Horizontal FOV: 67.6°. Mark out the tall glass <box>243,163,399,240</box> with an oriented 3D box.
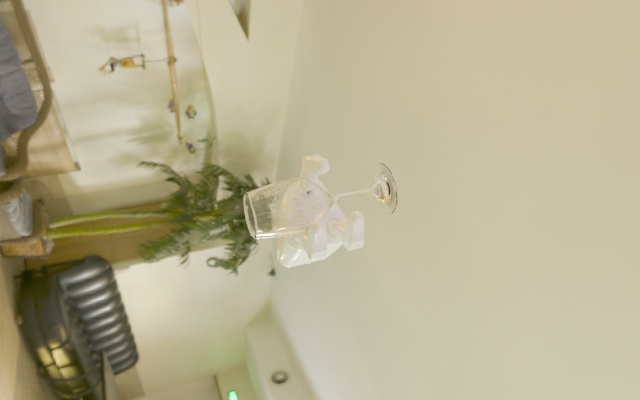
[{"bbox_3d":[0.001,0.002,0.648,0.201,0.079,0.079,-11,4,-20],"label":"tall glass"}]
